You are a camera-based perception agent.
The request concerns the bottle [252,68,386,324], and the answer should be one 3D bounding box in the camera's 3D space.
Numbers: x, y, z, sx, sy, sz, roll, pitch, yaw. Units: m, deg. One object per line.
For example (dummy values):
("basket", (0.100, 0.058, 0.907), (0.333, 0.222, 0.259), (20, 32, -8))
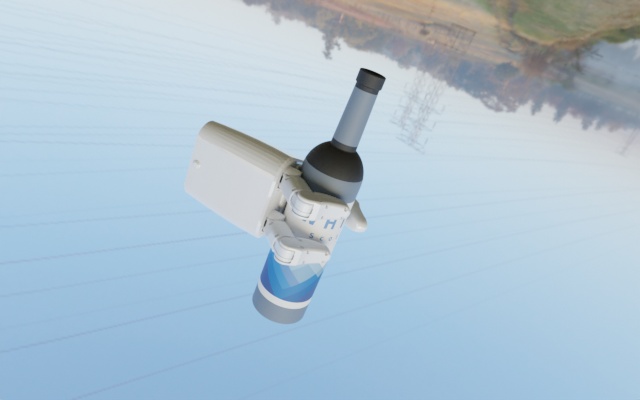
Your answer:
("bottle", (0.000, 0.002, 0.520), (0.069, 0.296, 0.069), (19, 24, -8))
